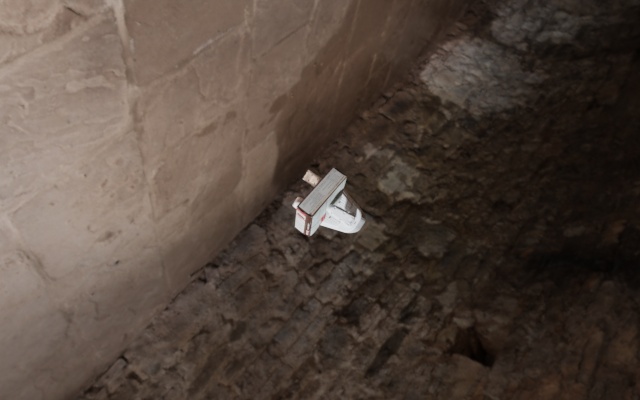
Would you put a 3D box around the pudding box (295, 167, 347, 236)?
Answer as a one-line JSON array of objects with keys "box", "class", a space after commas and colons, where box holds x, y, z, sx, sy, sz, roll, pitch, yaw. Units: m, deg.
[{"box": [0.000, 0.003, 0.898, 0.039, 0.113, 0.090, 33, -26, 13], "class": "pudding box"}]
